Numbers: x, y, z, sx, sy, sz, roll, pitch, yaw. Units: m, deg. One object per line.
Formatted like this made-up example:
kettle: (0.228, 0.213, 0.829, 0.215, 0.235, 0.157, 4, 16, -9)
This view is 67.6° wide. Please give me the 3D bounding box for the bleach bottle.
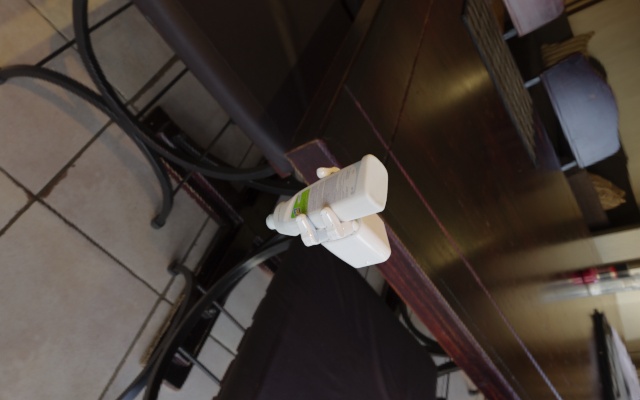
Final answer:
bleach bottle: (0.000, 0.003, 0.881, 0.251, 0.102, 0.068, -19, -43, 35)
